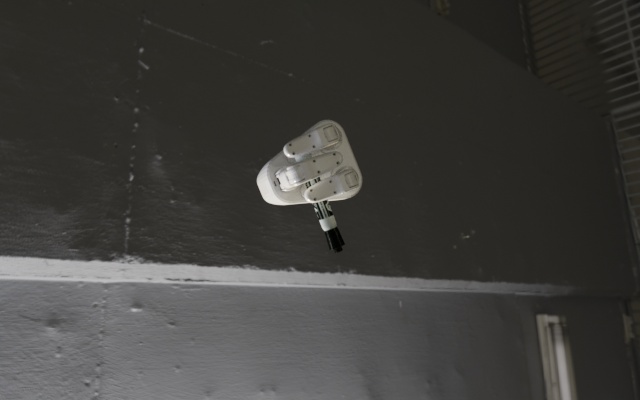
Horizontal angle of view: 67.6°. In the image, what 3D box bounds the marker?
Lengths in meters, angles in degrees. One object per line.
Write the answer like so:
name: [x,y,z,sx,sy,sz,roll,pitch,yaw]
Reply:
marker: [0.000,0.002,0.540,0.020,0.121,0.020,-21,3,1]
